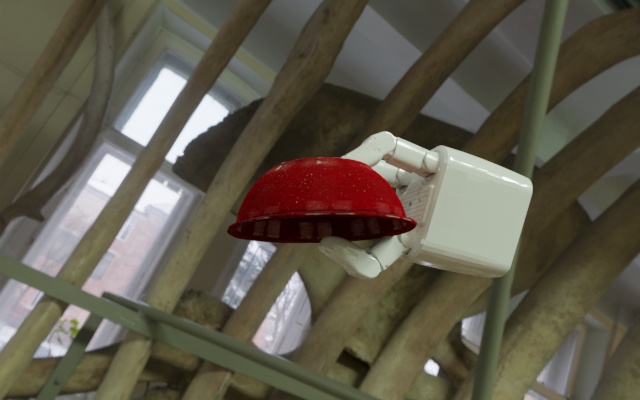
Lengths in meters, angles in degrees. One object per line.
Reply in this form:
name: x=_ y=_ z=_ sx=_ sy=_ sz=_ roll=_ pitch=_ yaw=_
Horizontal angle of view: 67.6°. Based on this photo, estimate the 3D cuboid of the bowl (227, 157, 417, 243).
bowl: x=-0.001 y=0.001 z=0.416 sx=0.162 sy=0.055 sz=0.162 roll=-2 pitch=-12 yaw=0
